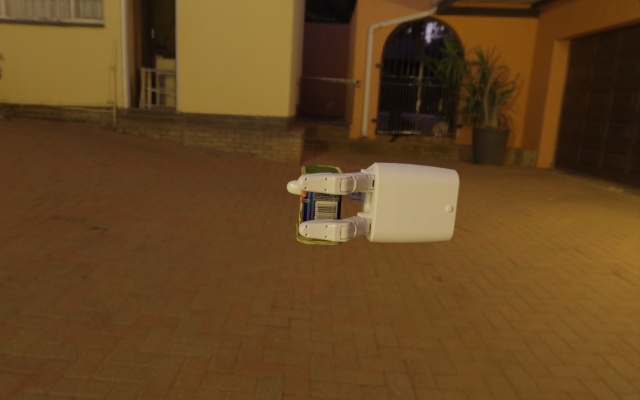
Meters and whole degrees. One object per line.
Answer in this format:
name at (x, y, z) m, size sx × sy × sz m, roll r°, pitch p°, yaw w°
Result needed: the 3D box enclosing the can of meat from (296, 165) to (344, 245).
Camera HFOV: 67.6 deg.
can of meat at (0.000, 0.002, 0.610) m, size 0.057 × 0.084 × 0.102 m, roll 3°, pitch 11°, yaw -4°
